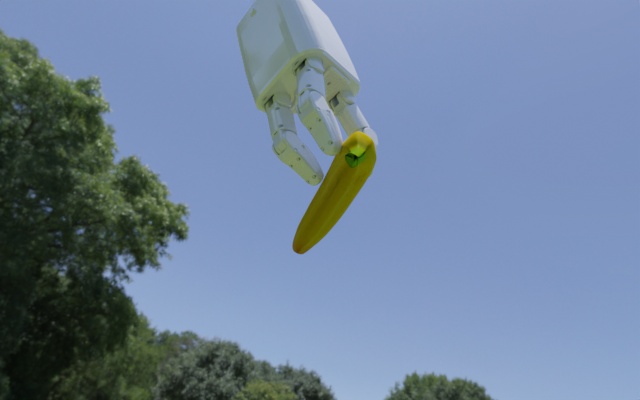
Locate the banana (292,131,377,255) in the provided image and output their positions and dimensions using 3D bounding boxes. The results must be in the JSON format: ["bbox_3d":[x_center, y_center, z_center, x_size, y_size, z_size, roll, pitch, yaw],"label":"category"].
[{"bbox_3d":[0.013,-0.010,0.472,0.069,0.037,0.198,-39,-13,-31],"label":"banana"}]
